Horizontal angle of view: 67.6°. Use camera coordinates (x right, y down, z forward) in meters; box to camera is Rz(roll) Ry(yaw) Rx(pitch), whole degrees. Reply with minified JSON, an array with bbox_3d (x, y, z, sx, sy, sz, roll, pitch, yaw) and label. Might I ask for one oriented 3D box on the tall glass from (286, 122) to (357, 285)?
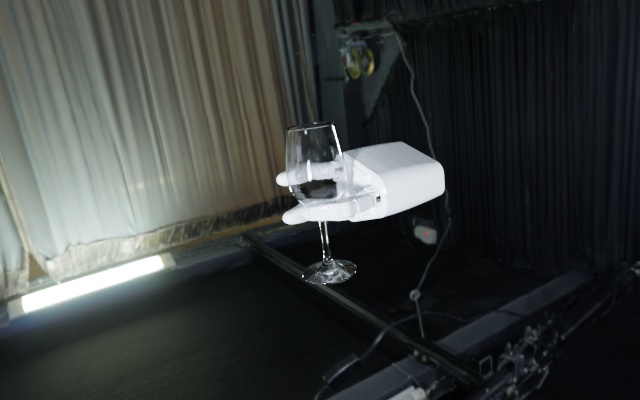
[{"bbox_3d":[0.000,0.003,0.620,0.079,0.201,0.079,-7,16,2],"label":"tall glass"}]
